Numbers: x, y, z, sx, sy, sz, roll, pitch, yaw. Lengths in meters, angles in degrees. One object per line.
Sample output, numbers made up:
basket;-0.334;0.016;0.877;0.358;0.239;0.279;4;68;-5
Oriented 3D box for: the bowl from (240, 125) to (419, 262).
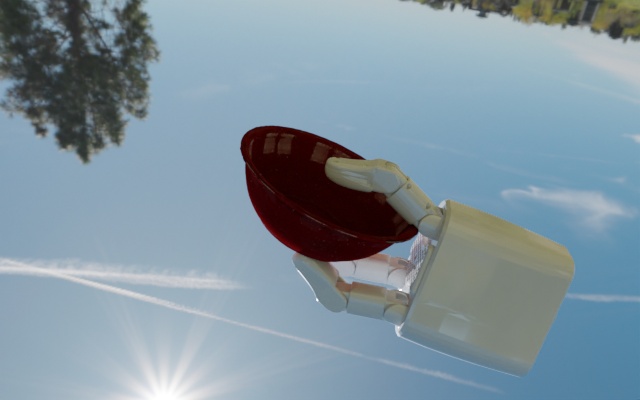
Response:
bowl;-0.001;0.001;0.402;0.162;0.055;0.162;23;26;-12
